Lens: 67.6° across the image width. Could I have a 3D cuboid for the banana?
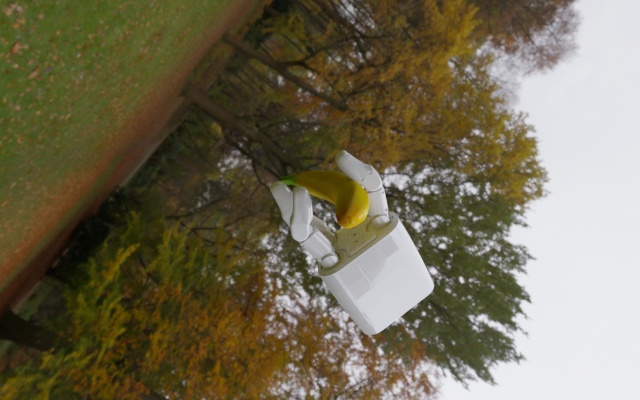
[{"bbox_3d":[0.015,-0.006,0.556,0.069,0.037,0.197,-22,20,-18],"label":"banana"}]
